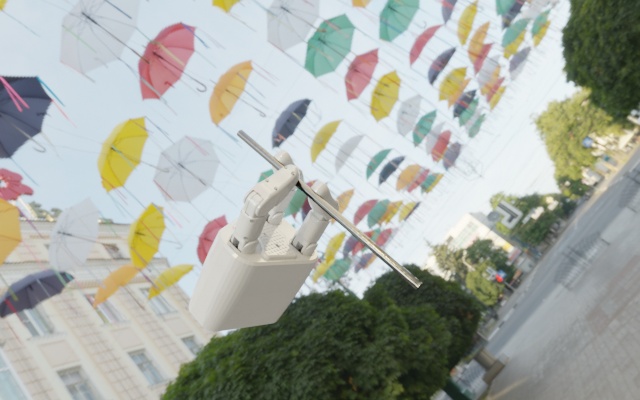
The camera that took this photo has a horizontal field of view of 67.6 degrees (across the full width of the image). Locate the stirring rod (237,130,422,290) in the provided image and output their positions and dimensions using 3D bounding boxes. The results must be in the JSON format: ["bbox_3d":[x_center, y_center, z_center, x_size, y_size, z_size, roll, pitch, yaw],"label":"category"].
[{"bbox_3d":[0.000,0.002,0.454,0.239,0.011,0.011,41,18,22],"label":"stirring rod"}]
